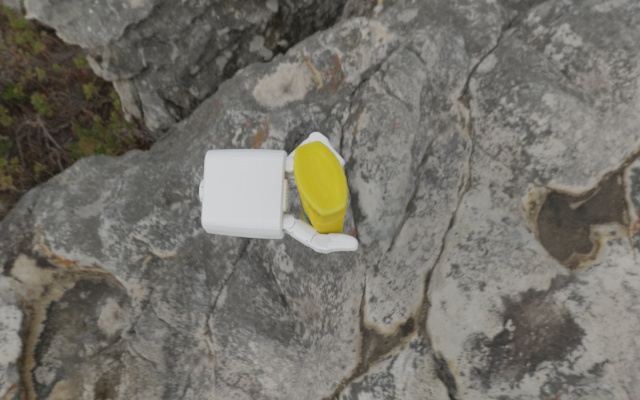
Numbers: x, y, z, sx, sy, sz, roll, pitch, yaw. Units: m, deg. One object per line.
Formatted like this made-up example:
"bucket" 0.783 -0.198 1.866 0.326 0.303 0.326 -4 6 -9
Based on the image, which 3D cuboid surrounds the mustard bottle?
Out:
"mustard bottle" 0.000 0.002 0.643 0.058 0.096 0.192 -21 -18 -7
